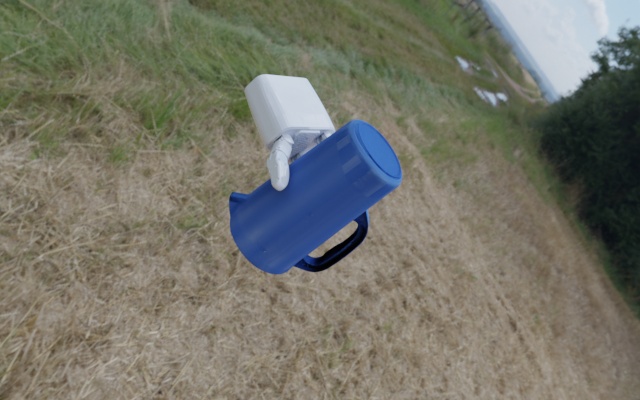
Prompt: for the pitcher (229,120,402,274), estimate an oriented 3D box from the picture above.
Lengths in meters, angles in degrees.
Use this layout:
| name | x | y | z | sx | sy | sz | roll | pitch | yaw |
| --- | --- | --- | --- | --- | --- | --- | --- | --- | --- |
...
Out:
| name | x | y | z | sx | sy | sz | roll | pitch | yaw |
| --- | --- | --- | --- | --- | --- | --- | --- | --- | --- |
| pitcher | 0.000 | 0.002 | 0.689 | 0.243 | 0.145 | 0.149 | -36 | -24 | 28 |
